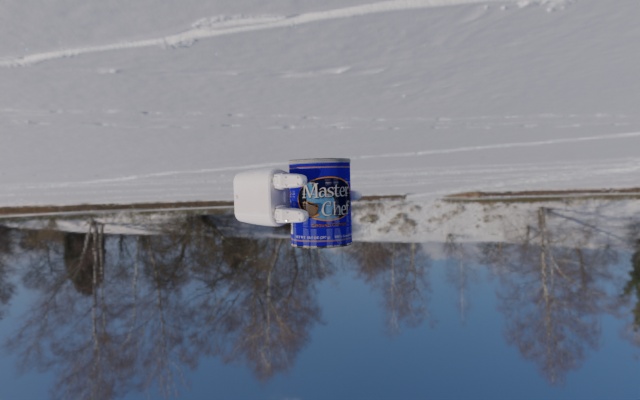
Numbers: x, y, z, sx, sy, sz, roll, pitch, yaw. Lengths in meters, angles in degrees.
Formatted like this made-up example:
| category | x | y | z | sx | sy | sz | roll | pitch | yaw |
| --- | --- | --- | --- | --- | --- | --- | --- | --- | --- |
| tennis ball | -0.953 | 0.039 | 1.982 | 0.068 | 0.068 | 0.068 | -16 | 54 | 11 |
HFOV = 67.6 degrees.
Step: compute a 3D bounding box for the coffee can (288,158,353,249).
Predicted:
| category | x | y | z | sx | sy | sz | roll | pitch | yaw |
| --- | --- | --- | --- | --- | --- | --- | --- | --- | --- |
| coffee can | 0.000 | 0.002 | 0.787 | 0.103 | 0.140 | 0.103 | -2 | 3 | 0 |
